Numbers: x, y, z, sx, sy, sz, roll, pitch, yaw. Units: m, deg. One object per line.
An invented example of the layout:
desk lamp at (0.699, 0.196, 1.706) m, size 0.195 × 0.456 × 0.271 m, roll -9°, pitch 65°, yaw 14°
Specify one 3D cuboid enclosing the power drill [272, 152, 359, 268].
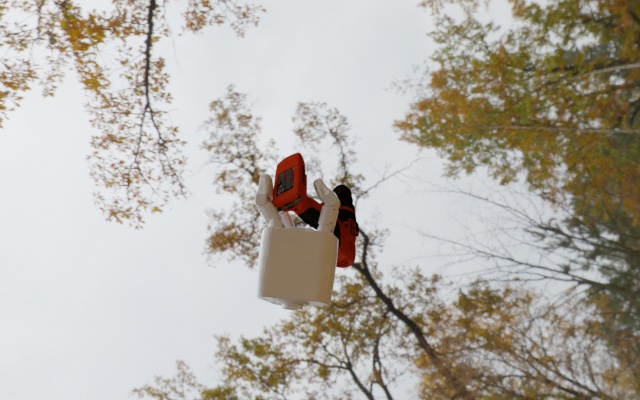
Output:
power drill at (0.000, 0.003, 0.830) m, size 0.057 × 0.184 × 0.188 m, roll -29°, pitch -51°, yaw 26°
